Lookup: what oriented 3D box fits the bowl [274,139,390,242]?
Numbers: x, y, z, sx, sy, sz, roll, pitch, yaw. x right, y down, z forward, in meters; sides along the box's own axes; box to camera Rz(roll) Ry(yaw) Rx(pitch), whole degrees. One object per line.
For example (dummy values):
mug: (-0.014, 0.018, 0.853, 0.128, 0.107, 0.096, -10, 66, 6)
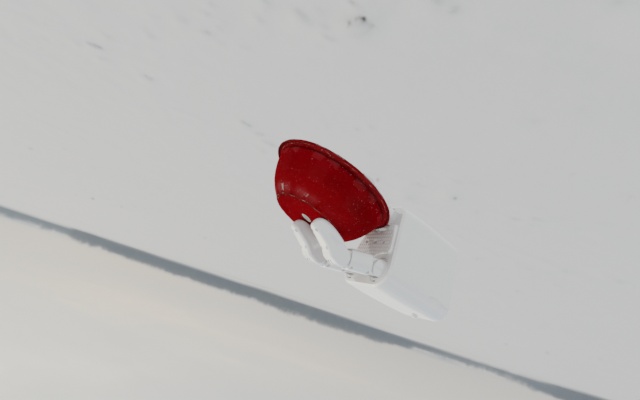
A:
bowl: (-0.001, 0.001, 0.572, 0.162, 0.055, 0.162, 32, -21, 14)
